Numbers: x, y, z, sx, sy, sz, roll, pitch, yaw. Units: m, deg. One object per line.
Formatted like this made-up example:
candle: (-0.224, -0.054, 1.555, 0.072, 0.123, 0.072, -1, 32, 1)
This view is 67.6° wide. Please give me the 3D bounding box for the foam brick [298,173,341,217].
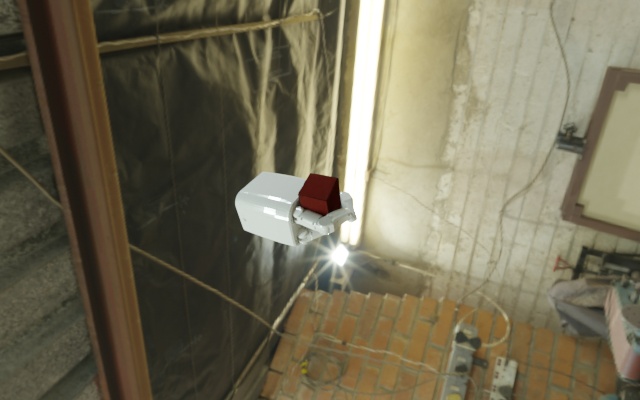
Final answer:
foam brick: (0.000, 0.002, 0.781, 0.051, 0.053, 0.078, 14, -39, 20)
